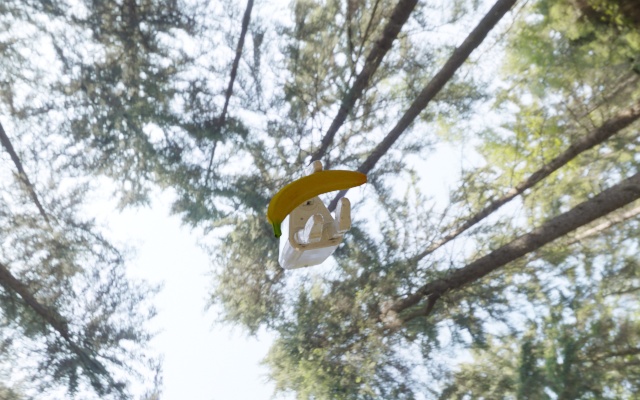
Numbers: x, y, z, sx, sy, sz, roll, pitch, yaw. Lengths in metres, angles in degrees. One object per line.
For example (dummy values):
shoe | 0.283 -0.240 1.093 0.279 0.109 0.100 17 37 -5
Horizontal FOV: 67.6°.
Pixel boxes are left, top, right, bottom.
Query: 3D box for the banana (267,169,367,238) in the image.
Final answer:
banana | -0.014 -0.009 0.743 0.197 0.069 0.037 -33 -19 -31
